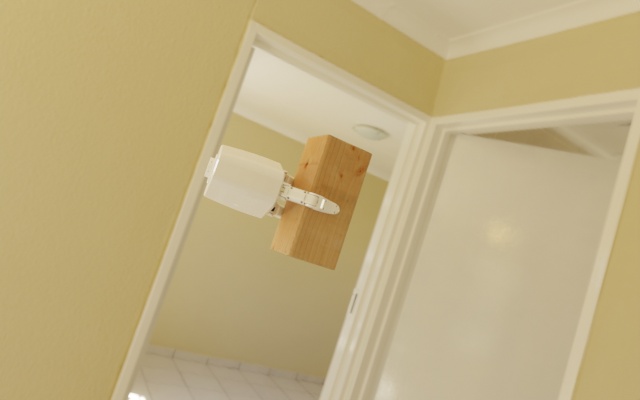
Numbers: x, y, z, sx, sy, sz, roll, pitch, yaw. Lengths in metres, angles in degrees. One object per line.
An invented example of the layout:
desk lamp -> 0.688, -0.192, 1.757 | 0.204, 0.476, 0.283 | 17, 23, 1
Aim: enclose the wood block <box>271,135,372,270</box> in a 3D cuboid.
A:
wood block -> 0.000, 0.002, 0.814 | 0.090, 0.206, 0.091 | 21, -6, -25
